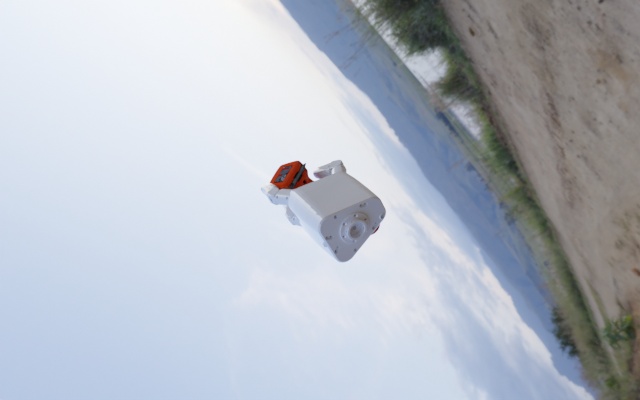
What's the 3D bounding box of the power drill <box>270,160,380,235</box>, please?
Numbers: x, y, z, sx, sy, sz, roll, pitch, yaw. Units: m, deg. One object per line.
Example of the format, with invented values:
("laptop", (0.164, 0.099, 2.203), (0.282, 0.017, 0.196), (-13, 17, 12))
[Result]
("power drill", (0.000, 0.003, 0.870), (0.188, 0.057, 0.184), (33, -14, -18))
